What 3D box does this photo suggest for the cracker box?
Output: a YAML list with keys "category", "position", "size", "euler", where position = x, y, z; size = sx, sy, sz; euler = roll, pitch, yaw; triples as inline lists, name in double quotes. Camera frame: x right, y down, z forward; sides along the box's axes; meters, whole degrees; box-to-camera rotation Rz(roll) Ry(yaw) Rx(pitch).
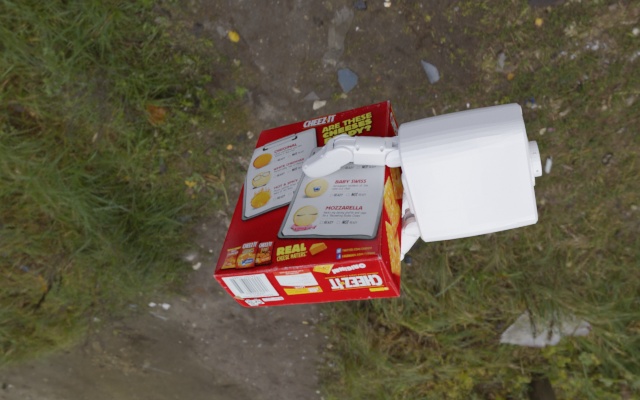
- category: "cracker box"
  position: [0.000, 0.002, 0.502]
  size: [0.164, 0.213, 0.072]
  euler: [-9, -46, 20]
